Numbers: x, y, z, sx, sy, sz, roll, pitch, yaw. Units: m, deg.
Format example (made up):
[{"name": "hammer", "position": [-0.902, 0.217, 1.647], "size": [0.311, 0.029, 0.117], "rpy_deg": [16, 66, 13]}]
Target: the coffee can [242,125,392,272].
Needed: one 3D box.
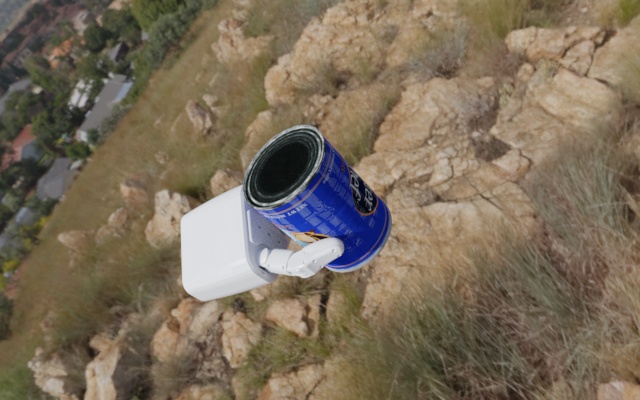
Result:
[{"name": "coffee can", "position": [0.000, 0.002, 0.518], "size": [0.103, 0.102, 0.140], "rpy_deg": [0, -32, 41]}]
